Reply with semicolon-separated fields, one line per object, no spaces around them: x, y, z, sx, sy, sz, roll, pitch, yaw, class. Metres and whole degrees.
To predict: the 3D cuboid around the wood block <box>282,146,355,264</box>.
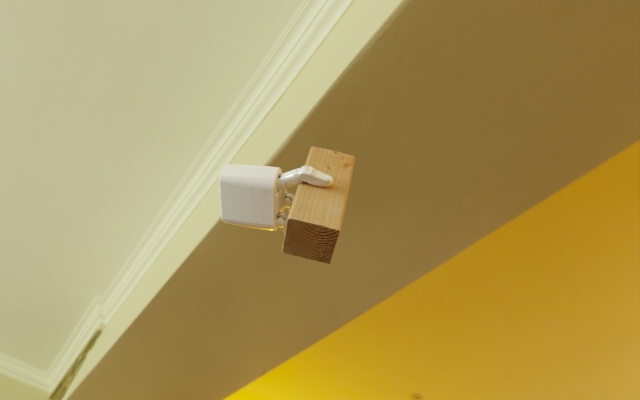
0.000;0.002;0.879;0.090;0.091;0.206;14;43;1;wood block
